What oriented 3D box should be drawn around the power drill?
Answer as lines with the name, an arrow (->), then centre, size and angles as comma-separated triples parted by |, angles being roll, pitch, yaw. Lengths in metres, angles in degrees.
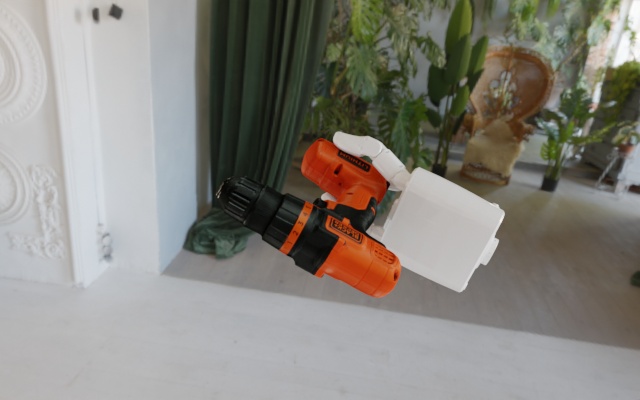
power drill -> 0.000, 0.002, 0.500 | 0.184, 0.057, 0.187 | 31, 30, -6
